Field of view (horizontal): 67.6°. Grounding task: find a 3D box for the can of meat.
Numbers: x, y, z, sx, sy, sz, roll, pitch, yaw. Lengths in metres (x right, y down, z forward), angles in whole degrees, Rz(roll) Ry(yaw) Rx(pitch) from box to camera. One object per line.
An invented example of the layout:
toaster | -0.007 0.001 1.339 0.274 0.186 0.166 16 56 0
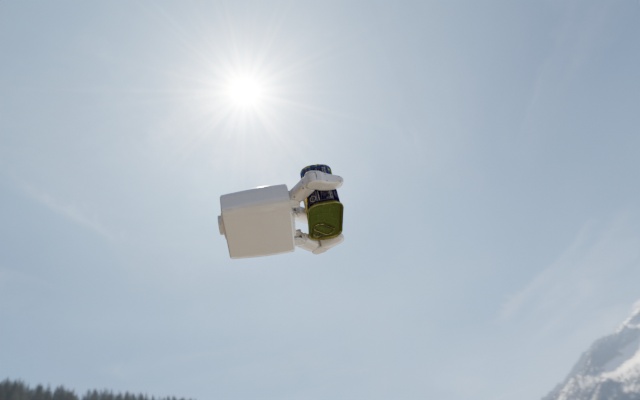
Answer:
can of meat | 0.000 0.002 0.778 0.057 0.084 0.102 -10 -36 -6
